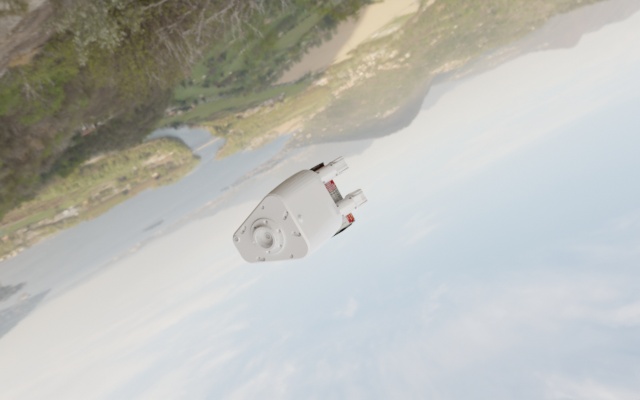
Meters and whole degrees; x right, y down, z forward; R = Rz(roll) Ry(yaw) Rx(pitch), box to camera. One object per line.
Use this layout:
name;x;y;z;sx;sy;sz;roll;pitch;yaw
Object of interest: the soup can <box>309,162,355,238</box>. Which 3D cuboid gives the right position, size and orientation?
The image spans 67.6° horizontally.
soup can;0.000;0.003;0.720;0.068;0.102;0.068;-30;5;3
